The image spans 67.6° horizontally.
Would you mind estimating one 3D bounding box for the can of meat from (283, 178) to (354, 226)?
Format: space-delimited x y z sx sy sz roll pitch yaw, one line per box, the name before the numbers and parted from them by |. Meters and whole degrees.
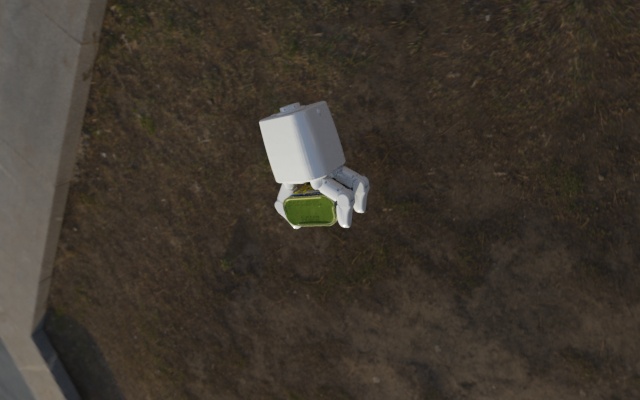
can of meat | 0.000 0.003 0.790 0.102 0.057 0.084 -4 19 31
